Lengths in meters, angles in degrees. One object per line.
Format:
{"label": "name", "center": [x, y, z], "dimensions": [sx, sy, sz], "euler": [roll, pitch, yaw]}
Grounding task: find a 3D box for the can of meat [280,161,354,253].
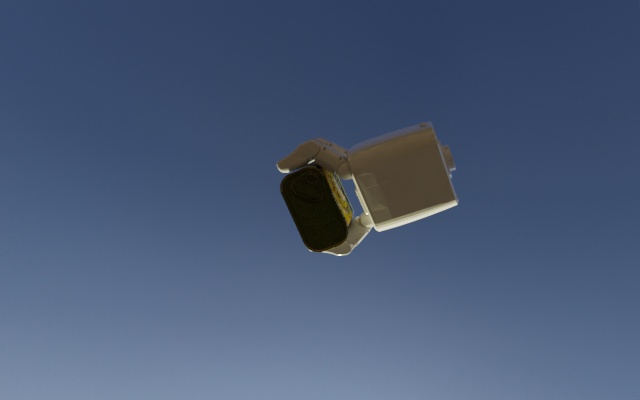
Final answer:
{"label": "can of meat", "center": [0.000, 0.002, 0.599], "dimensions": [0.057, 0.102, 0.084], "euler": [-22, 9, 16]}
